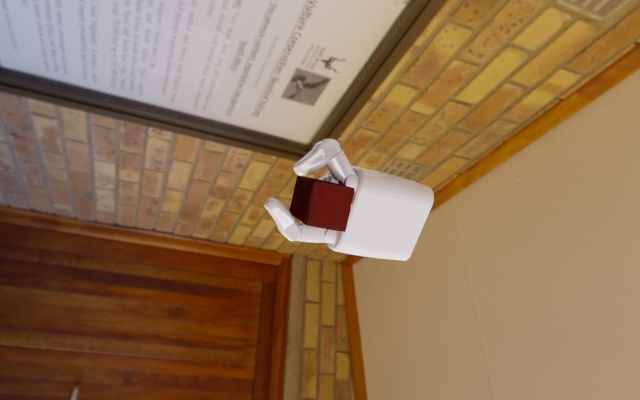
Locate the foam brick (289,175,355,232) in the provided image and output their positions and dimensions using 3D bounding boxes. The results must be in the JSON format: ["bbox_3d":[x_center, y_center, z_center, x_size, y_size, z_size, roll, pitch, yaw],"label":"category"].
[{"bbox_3d":[0.000,0.002,0.566,0.051,0.053,0.078,12,4,-18],"label":"foam brick"}]
